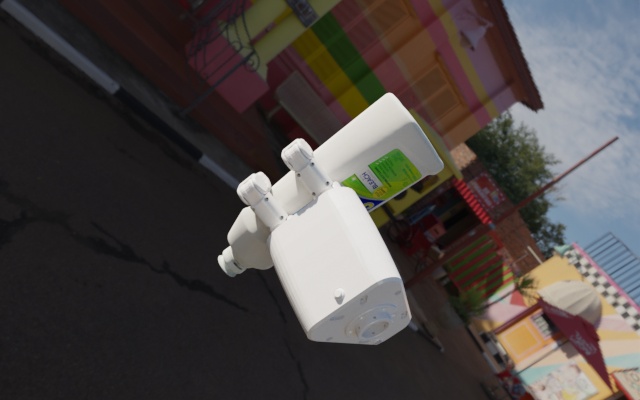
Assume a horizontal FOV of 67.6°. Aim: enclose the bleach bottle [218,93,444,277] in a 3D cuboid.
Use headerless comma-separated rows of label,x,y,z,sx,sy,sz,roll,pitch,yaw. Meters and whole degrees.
bleach bottle,0.000,0.002,0.505,0.251,0.068,0.103,-37,-40,11
